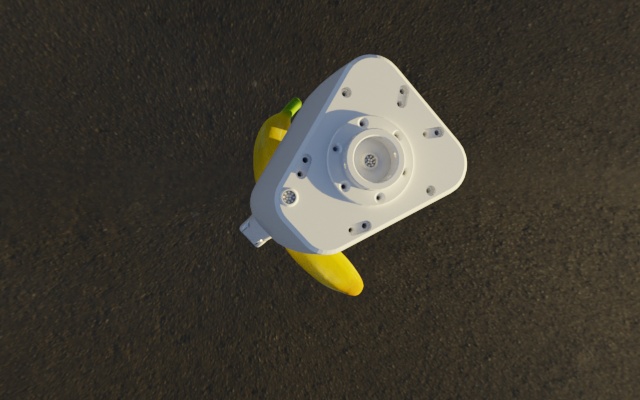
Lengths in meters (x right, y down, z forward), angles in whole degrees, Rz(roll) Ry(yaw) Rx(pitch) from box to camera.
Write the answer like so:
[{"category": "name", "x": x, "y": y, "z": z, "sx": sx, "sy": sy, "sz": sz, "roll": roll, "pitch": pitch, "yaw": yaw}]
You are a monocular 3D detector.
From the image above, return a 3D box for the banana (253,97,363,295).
[{"category": "banana", "x": -0.018, "y": 0.004, "z": 0.441, "sx": 0.069, "sy": 0.198, "sz": 0.037, "roll": -18, "pitch": 2, "yaw": -17}]
